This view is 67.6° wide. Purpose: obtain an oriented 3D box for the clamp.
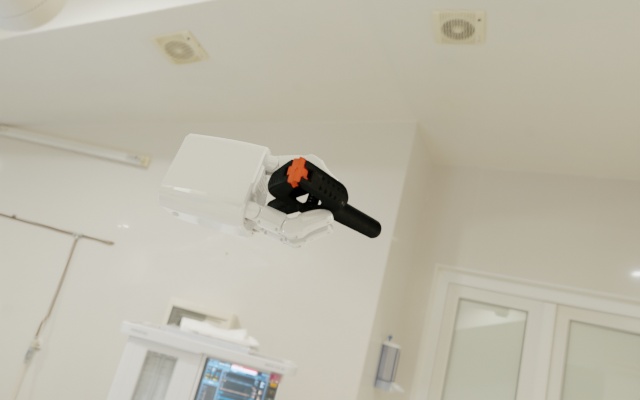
[{"bbox_3d":[0.000,0.001,0.582,0.164,0.036,0.210,12,-16,5],"label":"clamp"}]
